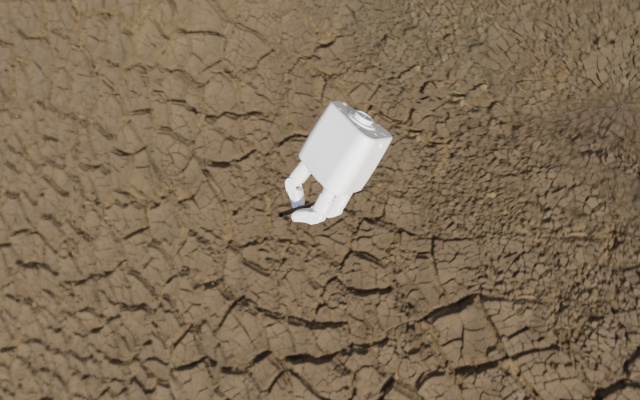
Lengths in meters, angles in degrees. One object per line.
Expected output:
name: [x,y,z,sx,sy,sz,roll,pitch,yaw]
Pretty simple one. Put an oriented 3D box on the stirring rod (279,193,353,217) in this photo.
stirring rod: [0.000,0.003,0.856,0.011,0.011,0.239,0,9,32]
